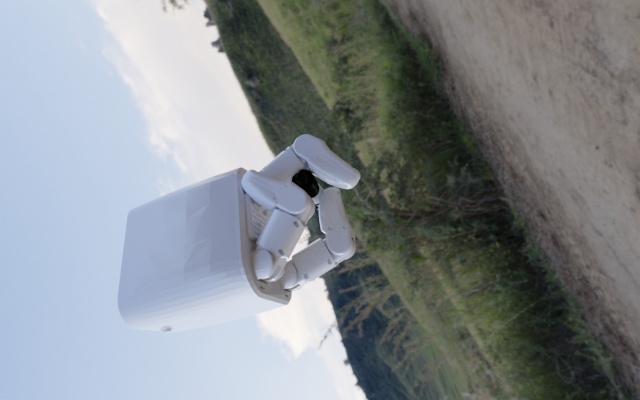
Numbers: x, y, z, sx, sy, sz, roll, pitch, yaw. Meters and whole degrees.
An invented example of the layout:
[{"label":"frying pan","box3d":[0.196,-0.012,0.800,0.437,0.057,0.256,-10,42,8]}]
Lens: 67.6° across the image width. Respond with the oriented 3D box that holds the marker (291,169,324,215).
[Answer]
[{"label":"marker","box3d":[0.000,0.001,0.425,0.020,0.020,0.121,0,-18,16]}]
